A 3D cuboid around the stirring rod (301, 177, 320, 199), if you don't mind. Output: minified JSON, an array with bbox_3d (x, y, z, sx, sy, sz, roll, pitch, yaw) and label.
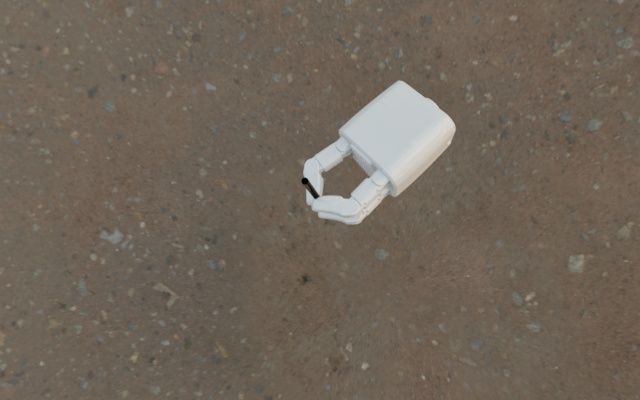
[{"bbox_3d":[0.000,0.002,0.626,0.011,0.011,0.239,0,-11,8],"label":"stirring rod"}]
